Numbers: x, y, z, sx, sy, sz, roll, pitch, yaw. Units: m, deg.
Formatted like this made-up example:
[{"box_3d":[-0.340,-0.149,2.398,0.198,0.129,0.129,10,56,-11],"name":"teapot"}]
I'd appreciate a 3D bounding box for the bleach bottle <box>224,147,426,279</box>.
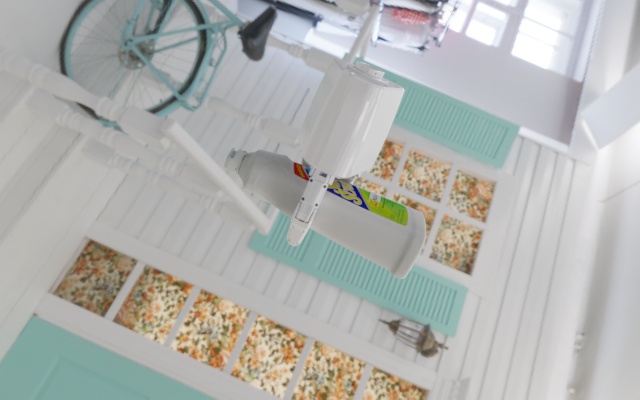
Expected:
[{"box_3d":[0.000,0.002,0.580,0.251,0.068,0.102,24,23,1],"name":"bleach bottle"}]
